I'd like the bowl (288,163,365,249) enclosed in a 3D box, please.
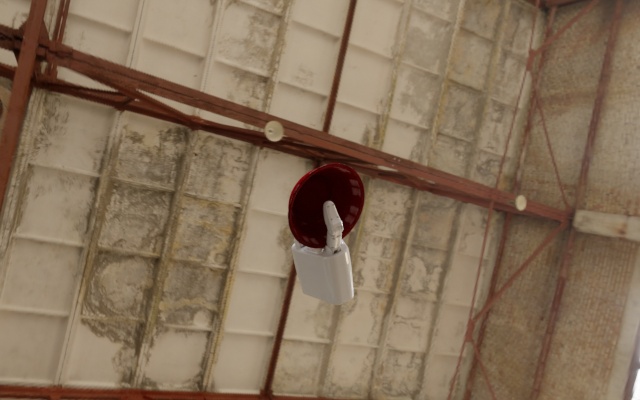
[{"bbox_3d":[0.000,0.001,0.864,0.162,0.162,0.055,0,21,-35],"label":"bowl"}]
